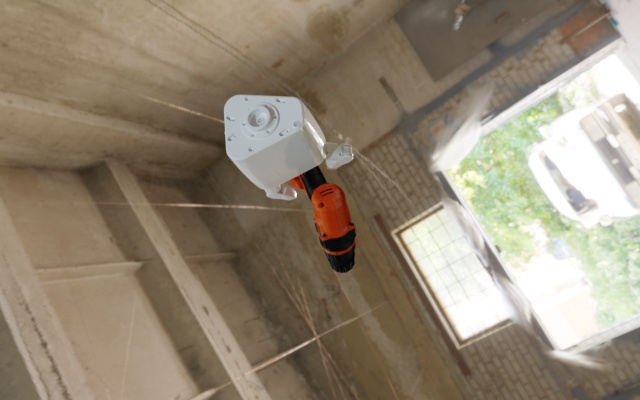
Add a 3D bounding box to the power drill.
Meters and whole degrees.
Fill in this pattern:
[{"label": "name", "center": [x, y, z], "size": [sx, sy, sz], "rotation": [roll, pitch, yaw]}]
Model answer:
[{"label": "power drill", "center": [0.000, 0.002, 0.739], "size": [0.057, 0.187, 0.185], "rotation": [-22, -41, -9]}]
